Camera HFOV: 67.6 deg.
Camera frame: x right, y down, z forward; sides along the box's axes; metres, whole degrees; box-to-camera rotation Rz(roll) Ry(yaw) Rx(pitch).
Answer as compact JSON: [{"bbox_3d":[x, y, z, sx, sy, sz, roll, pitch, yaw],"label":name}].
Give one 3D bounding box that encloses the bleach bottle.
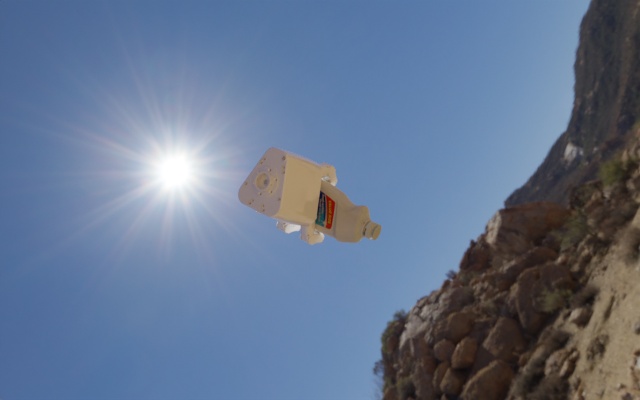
[{"bbox_3d":[0.000,0.003,0.873,0.250,0.102,0.068,24,5,30],"label":"bleach bottle"}]
